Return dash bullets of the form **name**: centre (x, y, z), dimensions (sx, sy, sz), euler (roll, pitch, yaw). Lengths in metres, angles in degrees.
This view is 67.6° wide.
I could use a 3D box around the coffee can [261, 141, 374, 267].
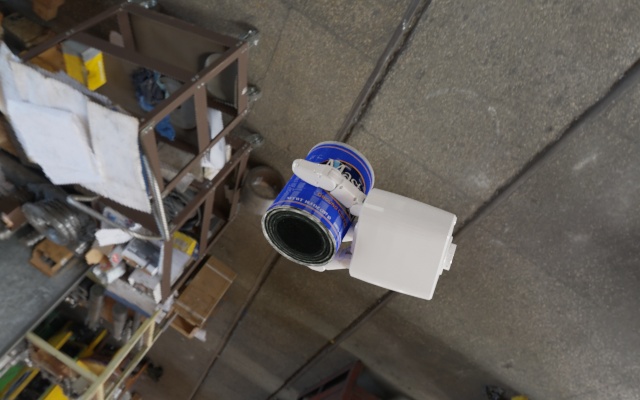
- **coffee can**: centre (0.000, 0.002, 0.633), dimensions (0.103, 0.103, 0.140), euler (0, 40, 32)
